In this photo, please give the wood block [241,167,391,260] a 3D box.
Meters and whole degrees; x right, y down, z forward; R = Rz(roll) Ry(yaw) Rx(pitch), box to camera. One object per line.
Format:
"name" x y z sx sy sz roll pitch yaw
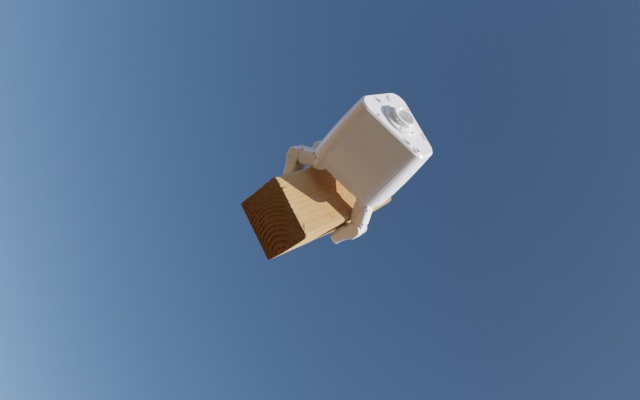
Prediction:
"wood block" 0.001 0.002 0.704 0.206 0.091 0.090 -20 -10 -48
